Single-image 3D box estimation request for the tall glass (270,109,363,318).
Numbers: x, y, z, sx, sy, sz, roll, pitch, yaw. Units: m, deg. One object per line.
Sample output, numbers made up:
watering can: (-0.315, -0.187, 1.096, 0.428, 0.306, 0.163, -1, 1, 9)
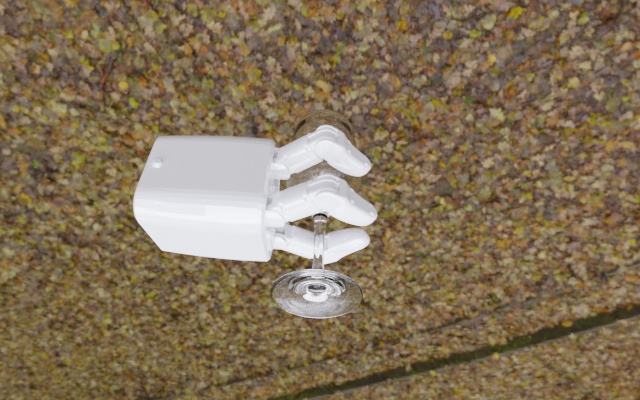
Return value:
tall glass: (0.000, 0.002, 0.446, 0.079, 0.200, 0.079, 2, -41, 2)
